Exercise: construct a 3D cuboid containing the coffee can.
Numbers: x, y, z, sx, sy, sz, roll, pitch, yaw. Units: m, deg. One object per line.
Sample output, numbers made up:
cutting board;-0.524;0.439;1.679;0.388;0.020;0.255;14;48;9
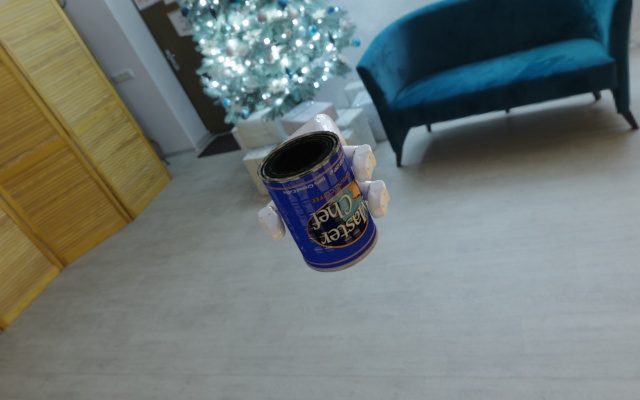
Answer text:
coffee can;0.000;0.002;0.579;0.103;0.140;0.102;-19;31;12
